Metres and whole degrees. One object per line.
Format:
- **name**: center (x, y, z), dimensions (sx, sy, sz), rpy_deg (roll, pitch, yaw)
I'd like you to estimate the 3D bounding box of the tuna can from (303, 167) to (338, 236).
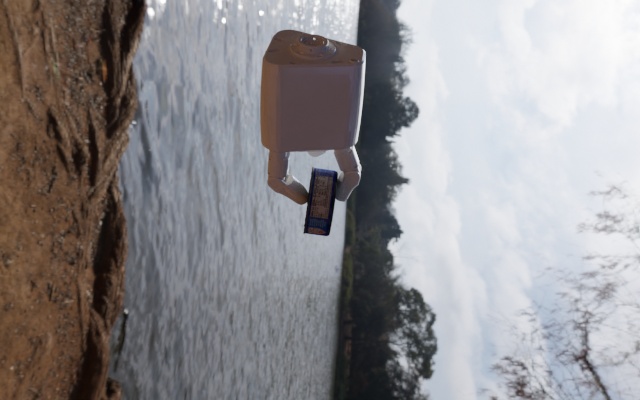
- **tuna can**: center (0.001, 0.002, 0.607), dimensions (0.034, 0.086, 0.086), rpy_deg (8, 0, -1)
